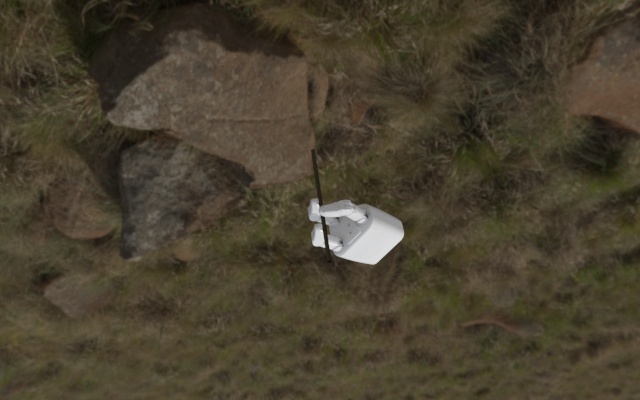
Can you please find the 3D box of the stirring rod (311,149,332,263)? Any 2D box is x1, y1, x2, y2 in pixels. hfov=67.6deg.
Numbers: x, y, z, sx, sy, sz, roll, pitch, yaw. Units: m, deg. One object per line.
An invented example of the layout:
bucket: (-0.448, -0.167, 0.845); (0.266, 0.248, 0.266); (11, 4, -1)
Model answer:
stirring rod: (0.000, 0.003, 0.880); (0.011, 0.239, 0.011); (-6, -31, -4)
